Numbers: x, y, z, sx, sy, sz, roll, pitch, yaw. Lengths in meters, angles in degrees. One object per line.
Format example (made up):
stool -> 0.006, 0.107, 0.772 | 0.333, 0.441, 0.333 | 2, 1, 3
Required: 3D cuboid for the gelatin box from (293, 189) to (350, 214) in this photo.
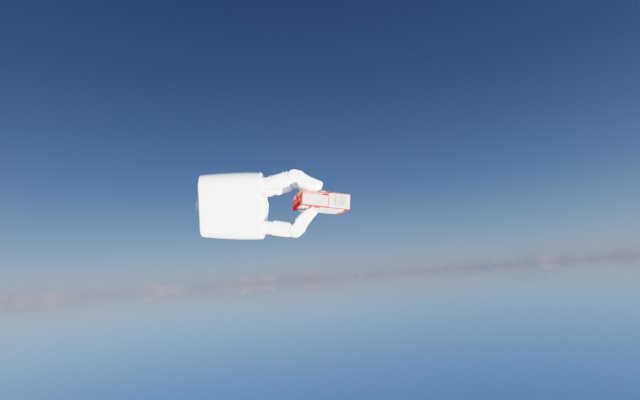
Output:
gelatin box -> 0.000, 0.003, 0.841 | 0.089, 0.030, 0.073 | 6, -9, -12
